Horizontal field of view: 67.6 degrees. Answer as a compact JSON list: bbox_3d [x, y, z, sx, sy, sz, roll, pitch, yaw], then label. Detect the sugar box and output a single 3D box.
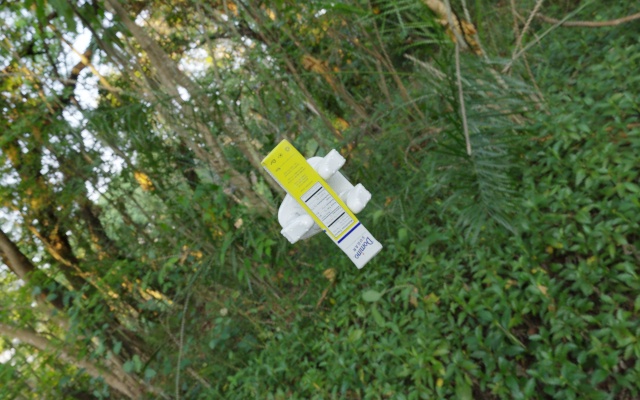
[{"bbox_3d":[0.000,0.002,0.607,0.176,0.048,0.093,45,1,-7],"label":"sugar box"}]
